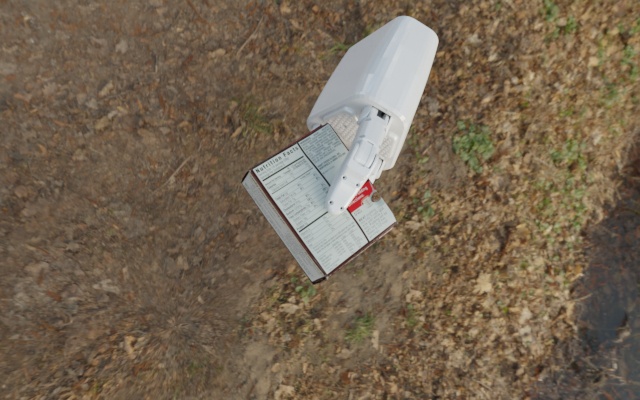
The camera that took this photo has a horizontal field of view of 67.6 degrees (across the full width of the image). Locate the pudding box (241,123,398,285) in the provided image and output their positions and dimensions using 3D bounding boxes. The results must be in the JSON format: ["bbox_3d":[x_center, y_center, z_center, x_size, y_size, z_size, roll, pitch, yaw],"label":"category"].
[{"bbox_3d":[0.000,0.001,0.415,0.090,0.113,0.039,-34,-4,-25],"label":"pudding box"}]
